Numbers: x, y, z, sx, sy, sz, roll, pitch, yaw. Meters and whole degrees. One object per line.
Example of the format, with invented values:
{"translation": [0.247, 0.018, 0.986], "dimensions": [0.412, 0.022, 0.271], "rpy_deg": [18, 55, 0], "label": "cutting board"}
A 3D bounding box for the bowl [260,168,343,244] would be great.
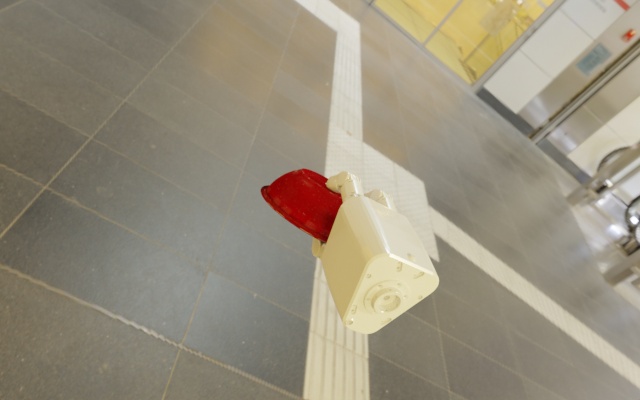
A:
{"translation": [0.000, 0.001, 0.665], "dimensions": [0.162, 0.055, 0.162], "rpy_deg": [30, 11, -7], "label": "bowl"}
